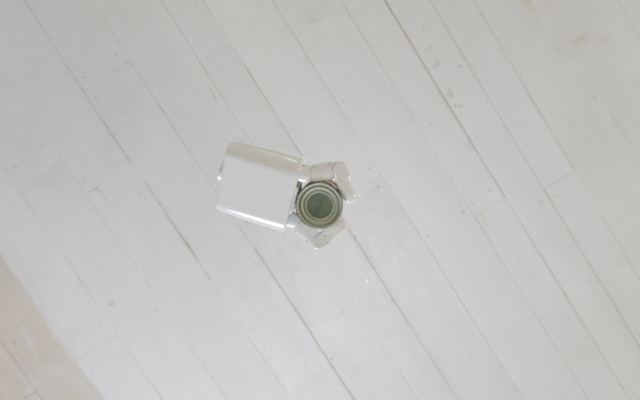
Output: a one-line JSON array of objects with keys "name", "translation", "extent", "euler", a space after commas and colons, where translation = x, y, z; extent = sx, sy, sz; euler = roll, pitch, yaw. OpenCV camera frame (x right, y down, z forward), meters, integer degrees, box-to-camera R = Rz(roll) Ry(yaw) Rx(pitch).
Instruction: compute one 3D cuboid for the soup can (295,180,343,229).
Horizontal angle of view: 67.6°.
[{"name": "soup can", "translation": [0.001, 0.003, 0.705], "extent": [0.068, 0.068, 0.102], "euler": [0, 5, 2]}]
